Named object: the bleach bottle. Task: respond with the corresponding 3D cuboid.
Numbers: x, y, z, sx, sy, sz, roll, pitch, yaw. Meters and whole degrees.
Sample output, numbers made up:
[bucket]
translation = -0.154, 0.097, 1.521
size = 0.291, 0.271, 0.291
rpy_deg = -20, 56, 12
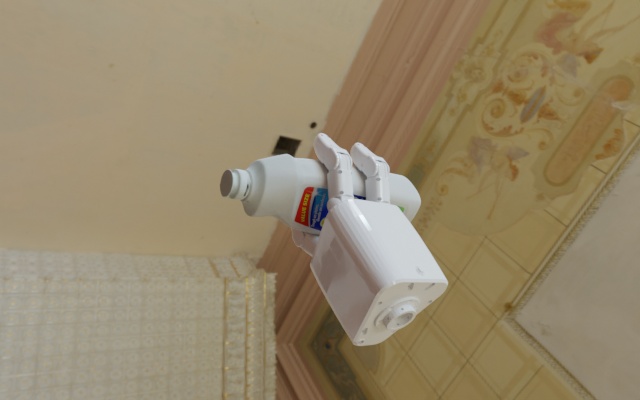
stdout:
[bleach bottle]
translation = 0.000, 0.002, 0.557
size = 0.251, 0.103, 0.068
rpy_deg = 7, 39, -38
